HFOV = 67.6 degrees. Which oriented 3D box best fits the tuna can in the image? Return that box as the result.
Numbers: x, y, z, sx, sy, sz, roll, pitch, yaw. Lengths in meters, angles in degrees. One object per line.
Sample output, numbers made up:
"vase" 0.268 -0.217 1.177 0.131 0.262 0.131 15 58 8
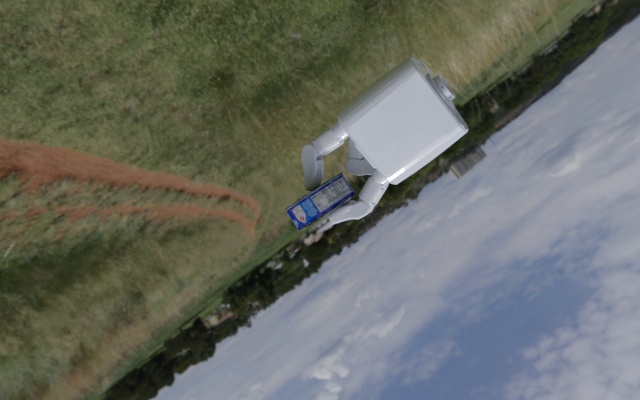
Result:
"tuna can" 0.000 0.002 0.596 0.086 0.034 0.086 -33 0 0
